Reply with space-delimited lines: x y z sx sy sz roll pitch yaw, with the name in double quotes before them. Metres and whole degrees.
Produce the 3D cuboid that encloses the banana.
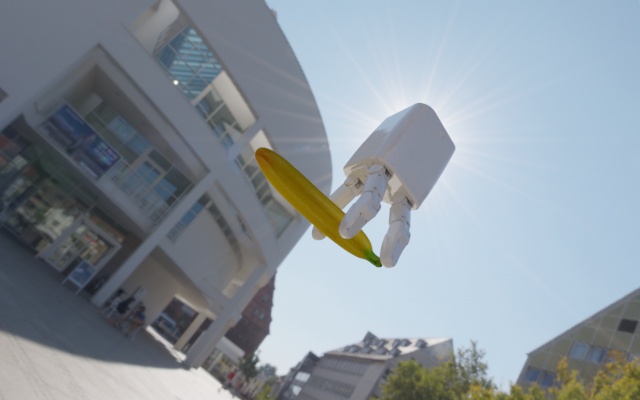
"banana" -0.002 0.007 0.578 0.198 0.037 0.069 41 -16 -6
